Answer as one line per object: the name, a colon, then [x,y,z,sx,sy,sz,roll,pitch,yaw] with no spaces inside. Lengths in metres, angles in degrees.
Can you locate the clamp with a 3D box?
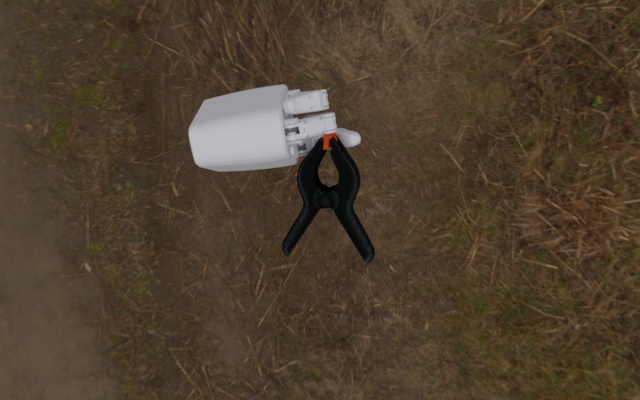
clamp: [0.000,0.002,0.600,0.120,0.171,0.039,-7,13,7]
